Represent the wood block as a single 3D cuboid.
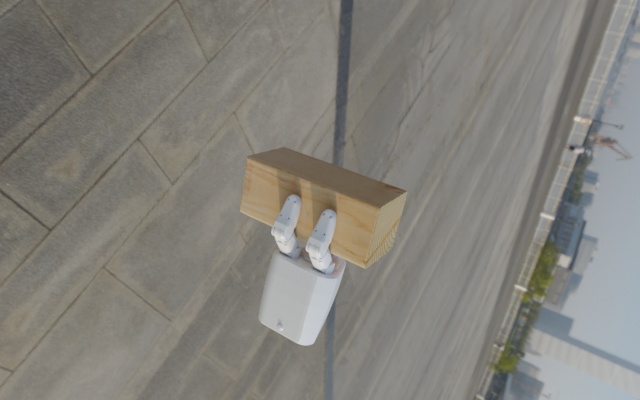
[{"bbox_3d":[0.000,0.003,0.661,0.206,0.090,0.091,22,24,25],"label":"wood block"}]
